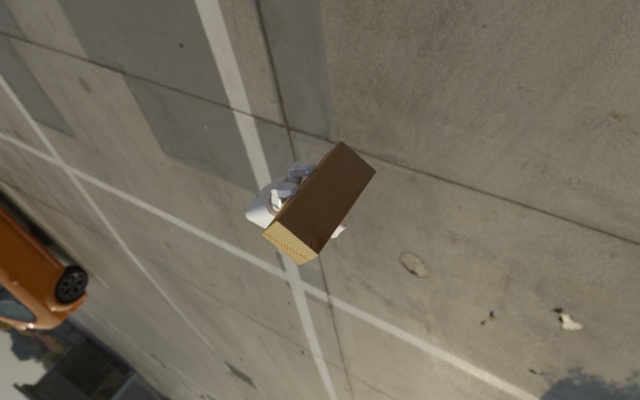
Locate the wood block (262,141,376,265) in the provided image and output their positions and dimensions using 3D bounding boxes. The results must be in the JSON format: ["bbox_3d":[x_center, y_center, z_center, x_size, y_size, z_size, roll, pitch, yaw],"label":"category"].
[{"bbox_3d":[0.000,0.003,0.858,0.091,0.206,0.090,41,-30,-7],"label":"wood block"}]
